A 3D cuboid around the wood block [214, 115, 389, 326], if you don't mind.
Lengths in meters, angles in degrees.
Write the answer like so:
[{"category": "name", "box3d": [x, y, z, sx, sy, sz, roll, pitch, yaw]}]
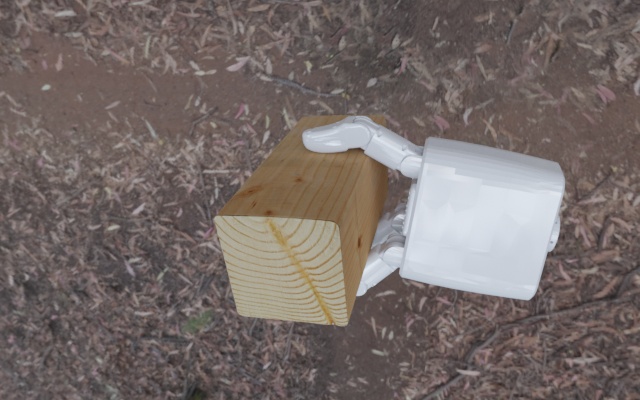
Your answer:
[{"category": "wood block", "box3d": [0.000, 0.001, 0.419, 0.090, 0.091, 0.206, 2, 29, 16]}]
